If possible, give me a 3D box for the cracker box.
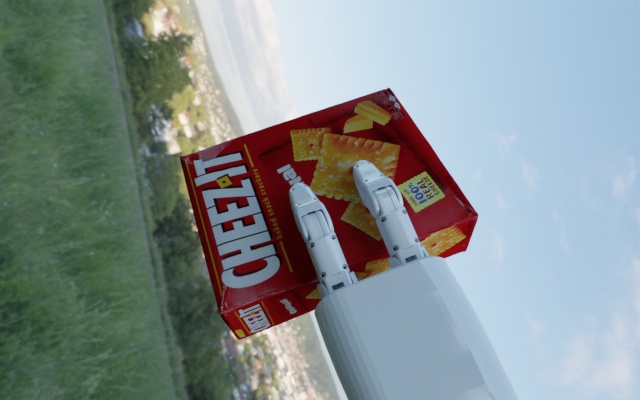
[{"bbox_3d":[0.000,0.001,0.424,0.213,0.164,0.072,-19,-33,-7],"label":"cracker box"}]
